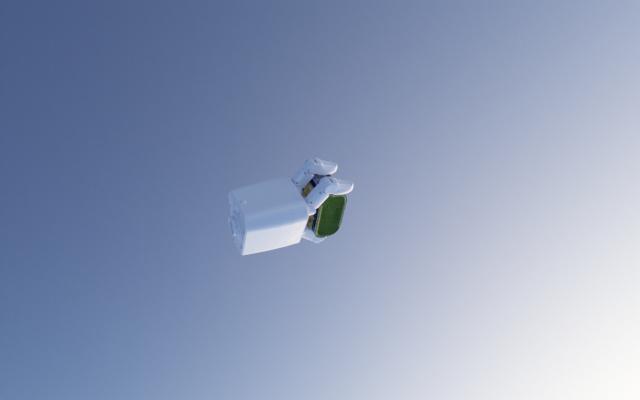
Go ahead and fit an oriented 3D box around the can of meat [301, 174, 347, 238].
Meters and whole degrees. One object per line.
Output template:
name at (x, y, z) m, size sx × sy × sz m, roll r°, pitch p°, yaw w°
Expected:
can of meat at (0.000, 0.003, 0.841) m, size 0.057 × 0.102 × 0.084 m, roll -10°, pitch 42°, yaw -25°
